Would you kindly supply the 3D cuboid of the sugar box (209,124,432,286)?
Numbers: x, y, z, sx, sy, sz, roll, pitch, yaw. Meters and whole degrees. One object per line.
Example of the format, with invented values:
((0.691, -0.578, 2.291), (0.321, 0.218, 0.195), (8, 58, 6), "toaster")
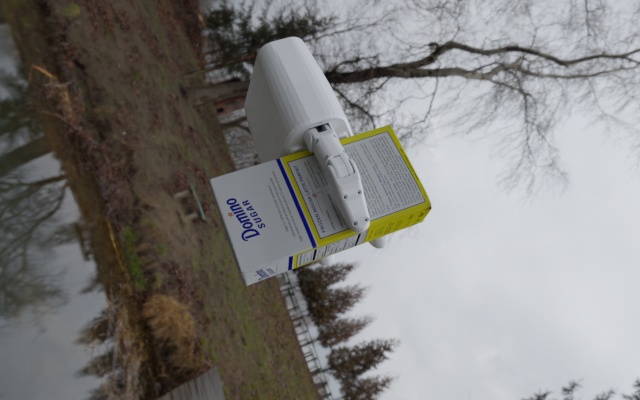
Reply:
((0.000, 0.001, 0.428), (0.176, 0.093, 0.048), (-19, -23, -11), "sugar box")
